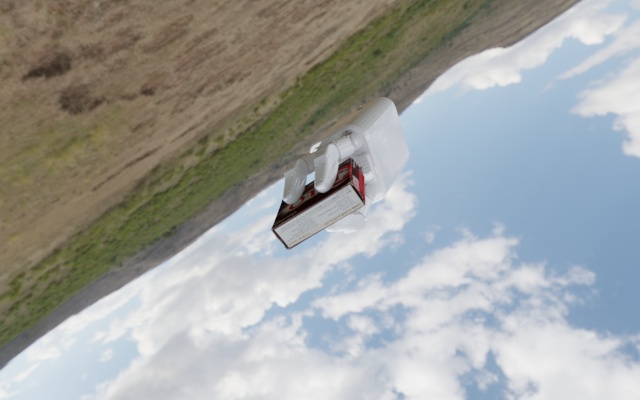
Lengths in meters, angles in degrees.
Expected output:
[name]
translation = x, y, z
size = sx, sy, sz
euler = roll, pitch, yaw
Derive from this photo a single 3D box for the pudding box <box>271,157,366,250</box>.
[pudding box]
translation = 0.000, 0.002, 0.580
size = 0.113, 0.039, 0.090
euler = -33, 16, 16
